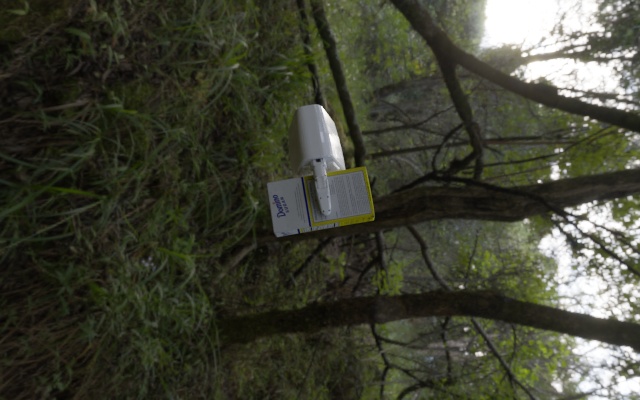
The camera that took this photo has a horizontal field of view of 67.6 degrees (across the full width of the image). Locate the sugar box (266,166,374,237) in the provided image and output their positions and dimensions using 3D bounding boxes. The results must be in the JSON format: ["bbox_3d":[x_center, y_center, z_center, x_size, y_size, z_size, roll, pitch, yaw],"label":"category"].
[{"bbox_3d":[0.000,0.003,0.833,0.176,0.093,0.048,-10,-16,1],"label":"sugar box"}]
